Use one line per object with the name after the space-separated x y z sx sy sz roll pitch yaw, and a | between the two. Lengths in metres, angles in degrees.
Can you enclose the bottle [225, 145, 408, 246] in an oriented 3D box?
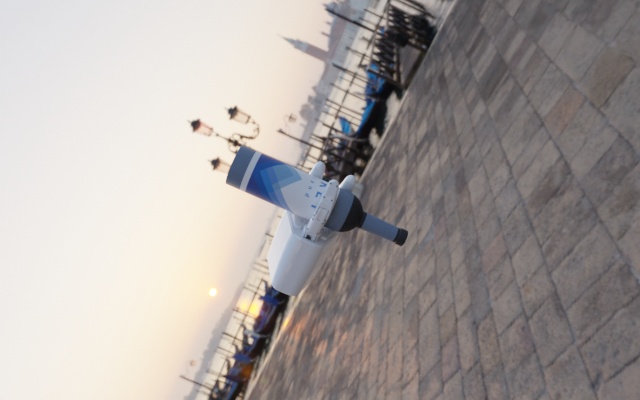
0.000 0.002 0.753 0.296 0.069 0.069 24 -2 -4 | bottle
